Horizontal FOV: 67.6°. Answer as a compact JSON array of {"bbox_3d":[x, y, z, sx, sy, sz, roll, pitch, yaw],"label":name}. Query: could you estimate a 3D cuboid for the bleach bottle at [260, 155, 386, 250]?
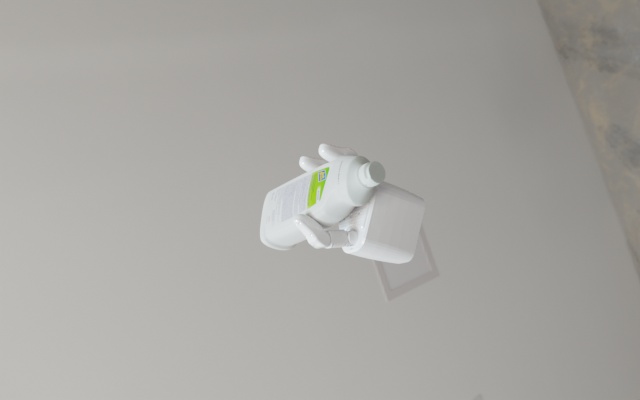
[{"bbox_3d":[0.000,0.002,0.691,0.068,0.102,0.251,16,-22,-30],"label":"bleach bottle"}]
